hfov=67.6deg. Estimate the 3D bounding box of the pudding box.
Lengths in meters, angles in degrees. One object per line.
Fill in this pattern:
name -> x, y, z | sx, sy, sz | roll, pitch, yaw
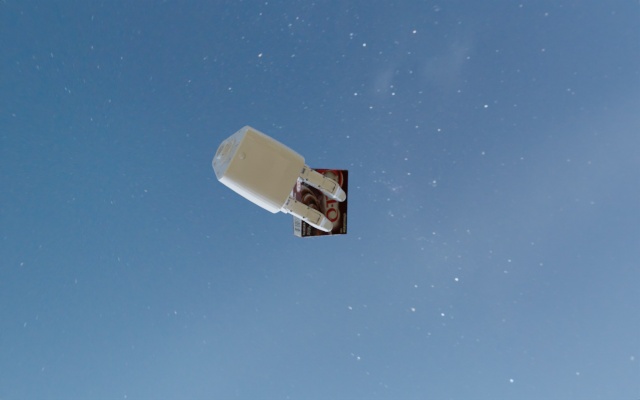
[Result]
pudding box -> 0.000, 0.003, 0.800 | 0.090, 0.113, 0.039 | -2, 7, -29
